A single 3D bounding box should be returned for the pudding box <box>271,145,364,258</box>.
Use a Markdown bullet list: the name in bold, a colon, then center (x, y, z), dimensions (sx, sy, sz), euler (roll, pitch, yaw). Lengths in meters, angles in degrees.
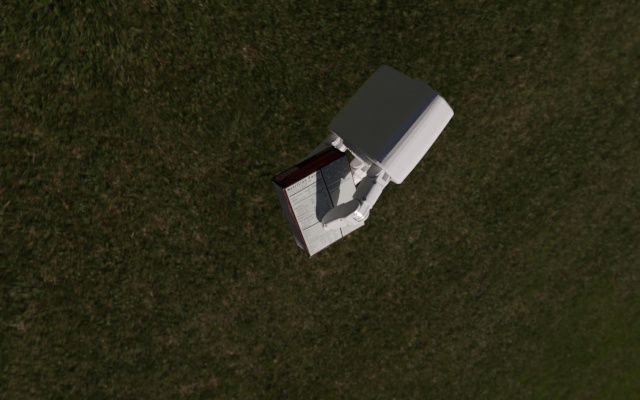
- **pudding box**: center (0.000, 0.002, 0.586), dimensions (0.090, 0.114, 0.039), euler (-29, 34, -16)
